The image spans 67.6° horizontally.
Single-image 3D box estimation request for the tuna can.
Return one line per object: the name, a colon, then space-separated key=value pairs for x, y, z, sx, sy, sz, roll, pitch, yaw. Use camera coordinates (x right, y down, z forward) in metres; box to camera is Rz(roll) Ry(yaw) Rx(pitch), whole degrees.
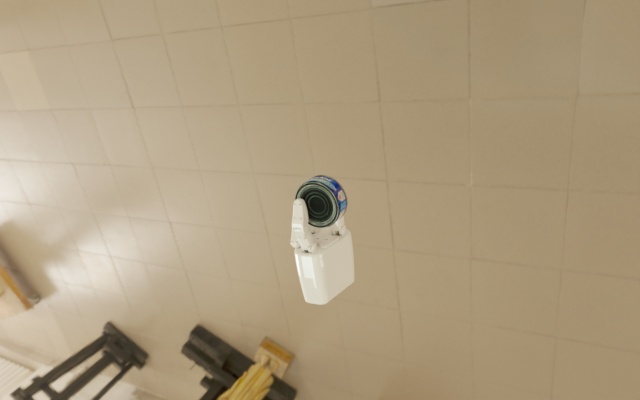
tuna can: x=0.000 y=0.003 z=0.803 sx=0.086 sy=0.086 sz=0.033 roll=0 pitch=21 yaw=29
